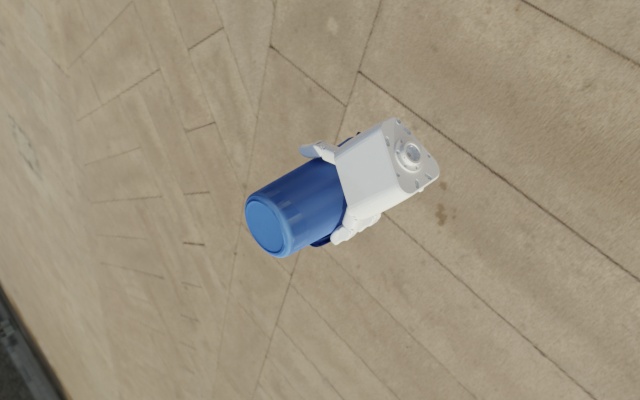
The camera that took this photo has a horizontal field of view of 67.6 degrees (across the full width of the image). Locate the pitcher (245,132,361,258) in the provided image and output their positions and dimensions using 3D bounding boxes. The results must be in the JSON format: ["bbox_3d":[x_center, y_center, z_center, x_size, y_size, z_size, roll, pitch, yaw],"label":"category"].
[{"bbox_3d":[0.000,0.002,0.785,0.242,0.149,0.145,-29,2,-37],"label":"pitcher"}]
